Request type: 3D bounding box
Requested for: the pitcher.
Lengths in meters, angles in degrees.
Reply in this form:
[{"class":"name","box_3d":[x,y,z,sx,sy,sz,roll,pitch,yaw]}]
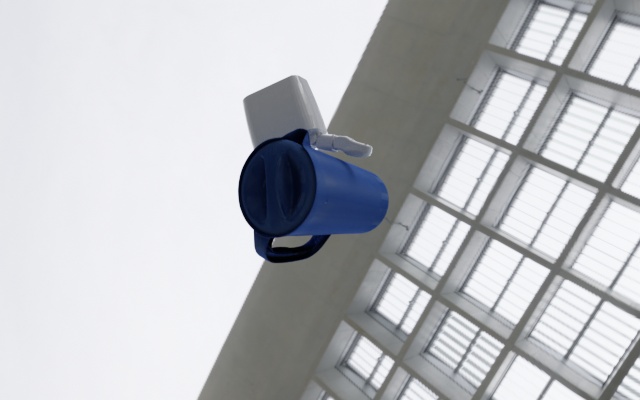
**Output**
[{"class":"pitcher","box_3d":[0.000,0.002,0.717,0.149,0.145,0.243,-30,-21,28]}]
